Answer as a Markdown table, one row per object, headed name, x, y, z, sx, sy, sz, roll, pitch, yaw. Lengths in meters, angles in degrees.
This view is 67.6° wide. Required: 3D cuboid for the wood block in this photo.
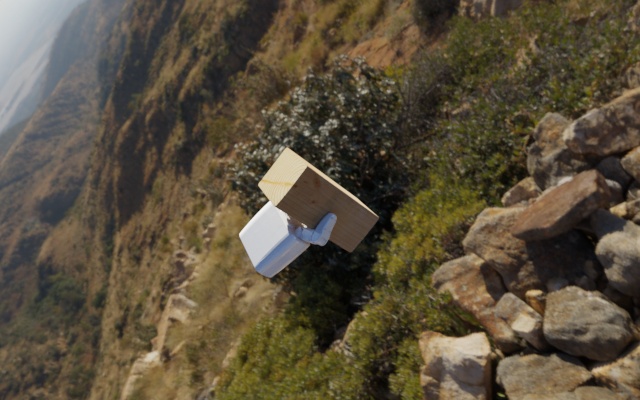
| name | x | y | z | sx | sy | sz | roll | pitch | yaw |
| --- | --- | --- | --- | --- | --- | --- | --- | --- | --- |
| wood block | 0.000 | 0.003 | 0.886 | 0.206 | 0.090 | 0.090 | 34 | 8 | -38 |
